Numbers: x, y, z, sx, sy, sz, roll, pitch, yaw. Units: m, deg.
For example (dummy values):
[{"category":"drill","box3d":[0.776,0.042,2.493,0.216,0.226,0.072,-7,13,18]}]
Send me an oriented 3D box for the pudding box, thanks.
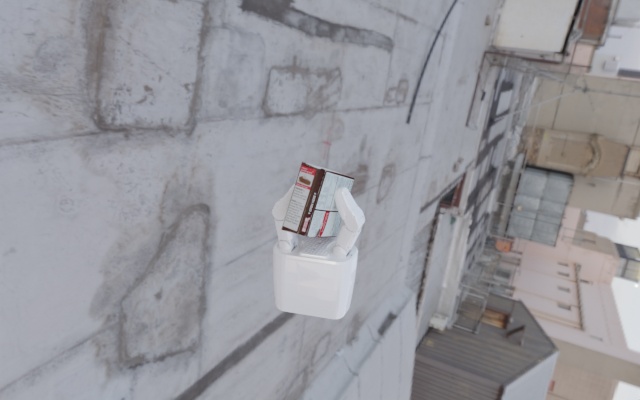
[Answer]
[{"category":"pudding box","box3d":[0.000,0.002,0.631,0.039,0.090,0.113,18,4,21]}]
